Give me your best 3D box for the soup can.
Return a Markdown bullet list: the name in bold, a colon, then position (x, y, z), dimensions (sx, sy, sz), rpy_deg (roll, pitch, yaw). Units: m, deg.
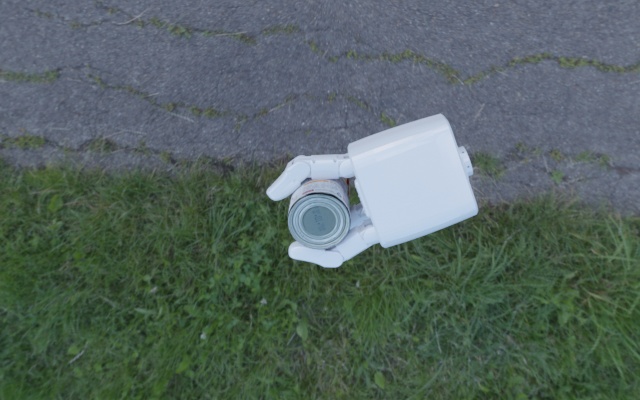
- **soup can**: position (0.000, 0.002, 0.536), dimensions (0.068, 0.068, 0.102), rpy_deg (0, 25, 1)
